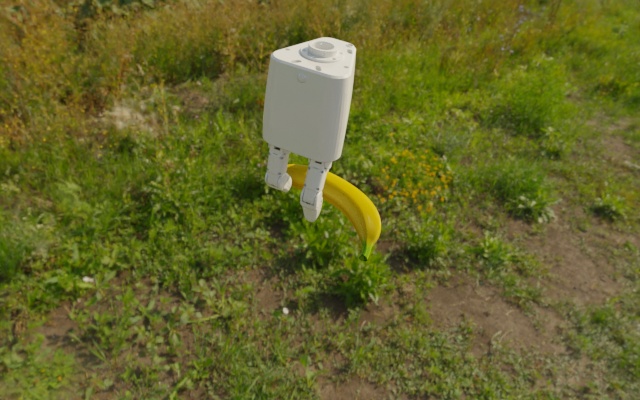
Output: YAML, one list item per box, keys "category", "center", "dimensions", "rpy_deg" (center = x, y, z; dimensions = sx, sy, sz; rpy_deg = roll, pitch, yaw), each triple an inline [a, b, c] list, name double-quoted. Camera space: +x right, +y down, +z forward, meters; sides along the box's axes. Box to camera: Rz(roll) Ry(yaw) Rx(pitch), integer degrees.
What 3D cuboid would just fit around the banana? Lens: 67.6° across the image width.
- category: "banana"
  center: [0.016, -0.003, 0.640]
  dimensions: [0.069, 0.037, 0.197]
  rpy_deg: [-26, 52, -32]
